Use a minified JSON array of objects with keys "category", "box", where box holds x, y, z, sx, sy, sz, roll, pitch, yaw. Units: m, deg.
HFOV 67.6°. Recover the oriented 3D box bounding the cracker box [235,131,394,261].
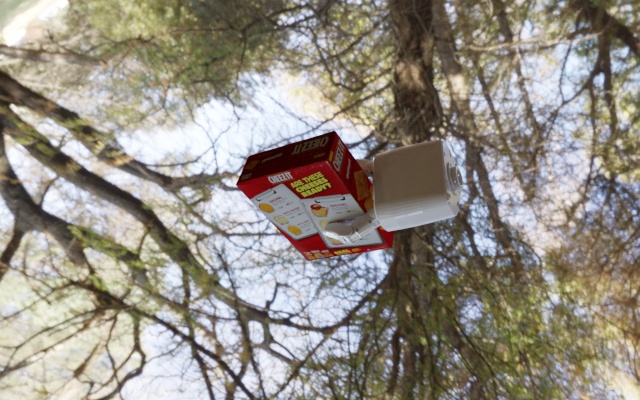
[{"category":"cracker box","box":[0.000,0.003,0.750,0.164,0.072,0.214,-12,-45,30]}]
